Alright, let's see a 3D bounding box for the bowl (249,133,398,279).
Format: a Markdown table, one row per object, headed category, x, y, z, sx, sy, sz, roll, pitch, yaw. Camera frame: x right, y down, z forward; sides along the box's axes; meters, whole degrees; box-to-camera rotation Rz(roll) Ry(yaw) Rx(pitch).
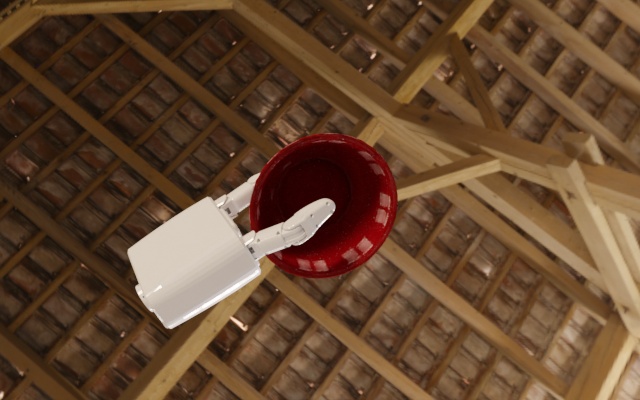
| category | x | y | z | sx | sy | sz | roll | pitch | yaw |
| --- | --- | --- | --- | --- | --- | --- | --- | --- | --- |
| bowl | 0.001 | 0.001 | 0.526 | 0.162 | 0.162 | 0.055 | 0 | 18 | -14 |
